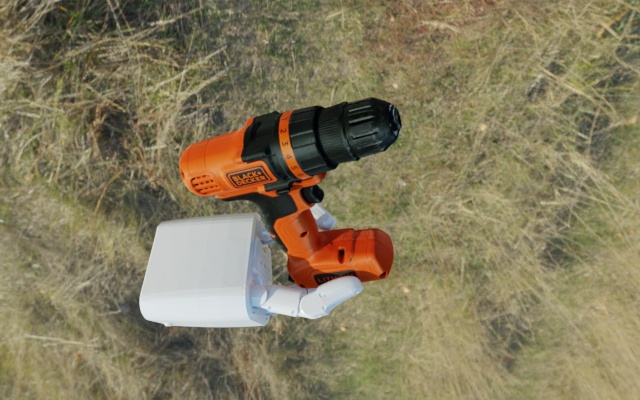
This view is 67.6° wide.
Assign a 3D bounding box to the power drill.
[{"bbox_3d":[0.000,0.002,0.414,0.184,0.057,0.188,-10,-45,24],"label":"power drill"}]
